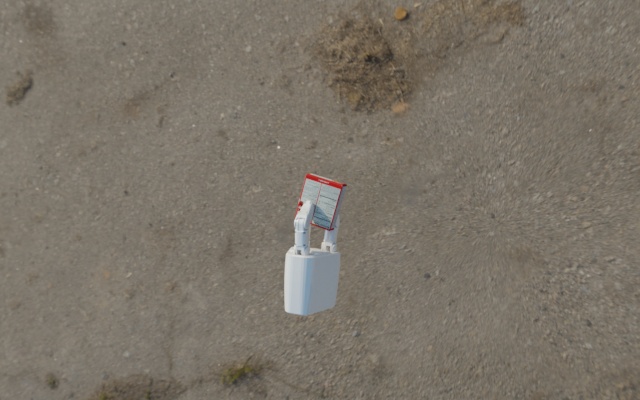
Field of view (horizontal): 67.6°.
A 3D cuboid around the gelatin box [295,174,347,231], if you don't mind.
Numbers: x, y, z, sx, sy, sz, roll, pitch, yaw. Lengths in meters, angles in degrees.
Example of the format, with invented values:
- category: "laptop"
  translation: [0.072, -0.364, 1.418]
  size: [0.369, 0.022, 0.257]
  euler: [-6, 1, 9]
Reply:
- category: "gelatin box"
  translation: [0.000, 0.003, 0.870]
  size: [0.073, 0.089, 0.030]
  euler: [18, 11, 18]
